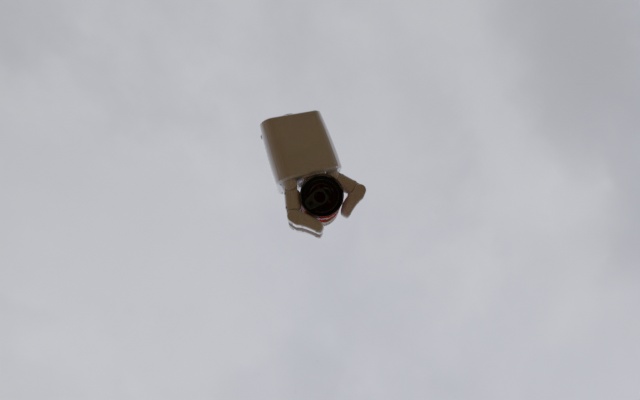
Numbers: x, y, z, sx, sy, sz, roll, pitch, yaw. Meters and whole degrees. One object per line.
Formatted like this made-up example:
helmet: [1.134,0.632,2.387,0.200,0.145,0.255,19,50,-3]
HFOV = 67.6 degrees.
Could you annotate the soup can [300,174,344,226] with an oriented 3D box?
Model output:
soup can: [0.000,0.003,0.774,0.068,0.068,0.102,0,-12,-2]
